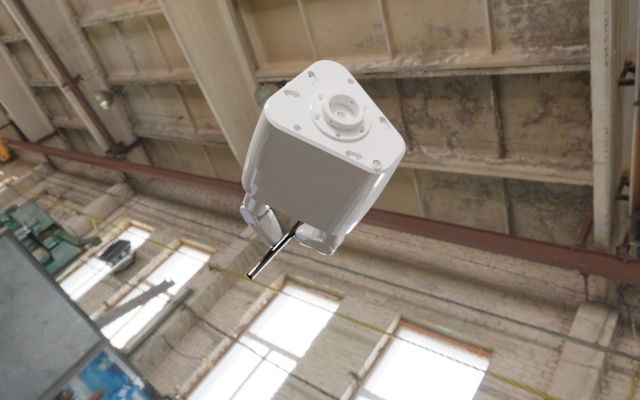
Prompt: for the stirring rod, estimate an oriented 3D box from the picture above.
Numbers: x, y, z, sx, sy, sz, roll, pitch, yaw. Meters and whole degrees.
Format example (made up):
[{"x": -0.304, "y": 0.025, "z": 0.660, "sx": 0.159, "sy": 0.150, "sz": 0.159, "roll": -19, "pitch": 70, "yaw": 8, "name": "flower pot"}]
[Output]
[{"x": 0.000, "y": 0.002, "z": 0.536, "sx": 0.011, "sy": 0.011, "sz": 0.239, "roll": 0, "pitch": 38, "yaw": 48, "name": "stirring rod"}]
